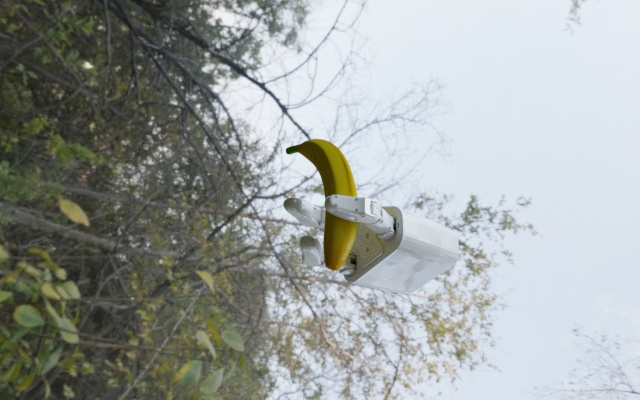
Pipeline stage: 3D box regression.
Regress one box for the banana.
[{"bbox_3d":[0.011,-0.012,0.561,0.037,0.197,0.070,23,-56,-39],"label":"banana"}]
